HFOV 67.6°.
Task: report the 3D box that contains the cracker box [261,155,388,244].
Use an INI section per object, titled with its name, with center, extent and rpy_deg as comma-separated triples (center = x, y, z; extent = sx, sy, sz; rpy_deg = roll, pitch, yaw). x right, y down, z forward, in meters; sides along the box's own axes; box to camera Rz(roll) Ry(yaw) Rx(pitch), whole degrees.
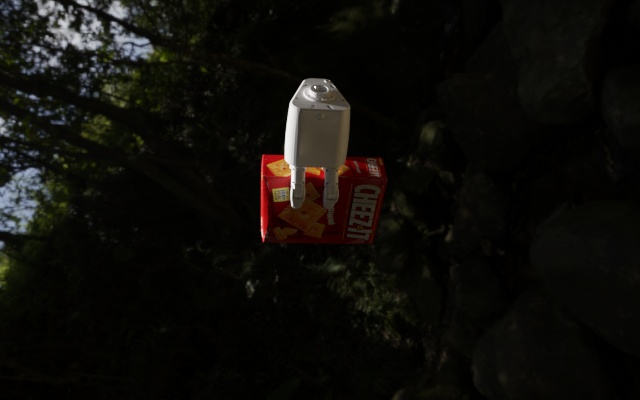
[cracker box]
center = 0.000, 0.003, 0.866
extent = 0.214, 0.164, 0.072
rpy_deg = 2, 42, -6
